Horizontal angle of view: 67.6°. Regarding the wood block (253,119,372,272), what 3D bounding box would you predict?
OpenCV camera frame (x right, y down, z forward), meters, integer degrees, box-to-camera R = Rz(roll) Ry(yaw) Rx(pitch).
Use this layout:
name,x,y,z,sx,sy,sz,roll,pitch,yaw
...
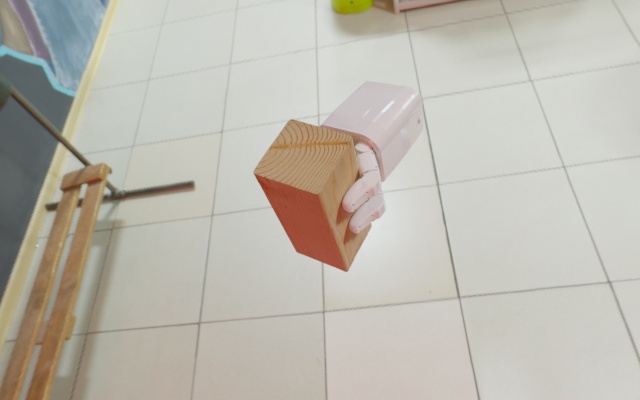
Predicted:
name,x,y,z,sx,sy,sz,roll,pitch,yaw
wood block,0.000,0.002,0.632,0.091,0.090,0.206,20,-26,24
